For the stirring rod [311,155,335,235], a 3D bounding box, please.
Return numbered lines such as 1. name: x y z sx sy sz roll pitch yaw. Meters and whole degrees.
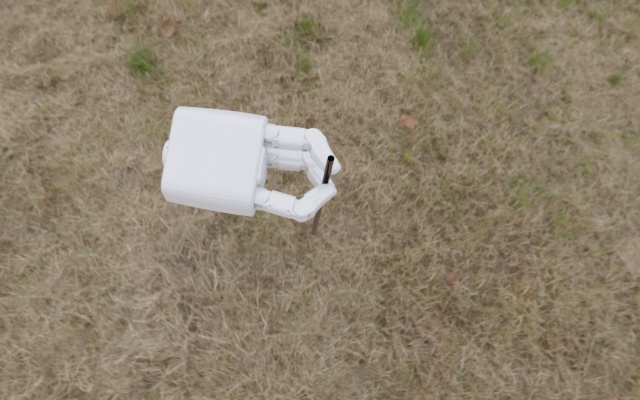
1. stirring rod: 0.000 0.002 0.621 0.011 0.011 0.240 0 -23 -6
